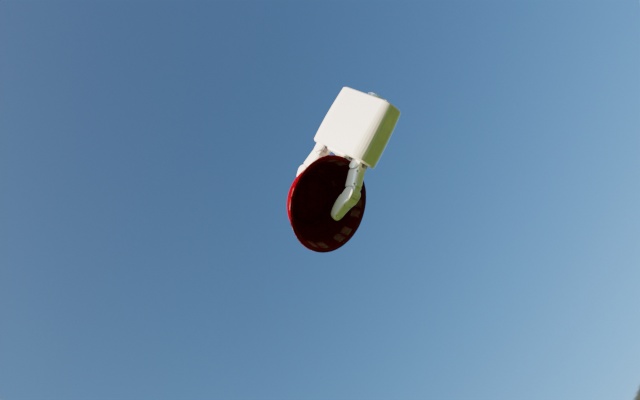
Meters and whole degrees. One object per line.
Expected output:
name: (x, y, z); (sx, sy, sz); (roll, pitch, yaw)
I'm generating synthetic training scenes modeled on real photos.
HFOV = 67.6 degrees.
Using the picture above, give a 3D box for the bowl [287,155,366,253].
bowl: (-0.001, 0.004, 0.795); (0.162, 0.162, 0.055); (0, 9, -40)
